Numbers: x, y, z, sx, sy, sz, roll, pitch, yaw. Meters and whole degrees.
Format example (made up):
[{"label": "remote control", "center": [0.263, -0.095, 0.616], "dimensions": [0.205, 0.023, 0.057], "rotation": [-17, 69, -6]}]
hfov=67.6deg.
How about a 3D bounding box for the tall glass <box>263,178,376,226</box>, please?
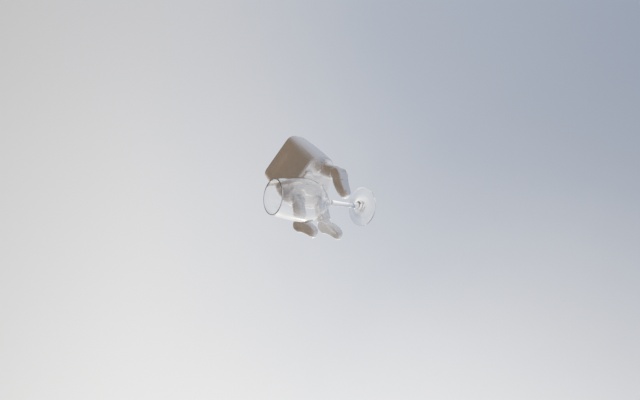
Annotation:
[{"label": "tall glass", "center": [0.001, 0.003, 0.848], "dimensions": [0.201, 0.079, 0.079], "rotation": [6, -4, -37]}]
